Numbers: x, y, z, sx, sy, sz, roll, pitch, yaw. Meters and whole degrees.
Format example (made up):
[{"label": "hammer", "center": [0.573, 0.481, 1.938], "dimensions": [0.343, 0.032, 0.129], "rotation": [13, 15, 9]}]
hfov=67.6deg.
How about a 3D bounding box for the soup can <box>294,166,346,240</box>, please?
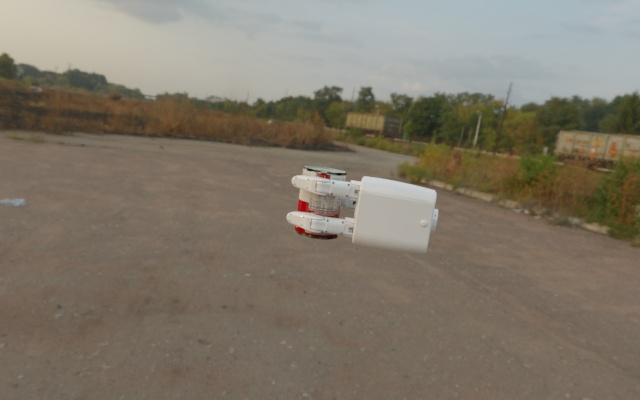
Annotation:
[{"label": "soup can", "center": [0.000, 0.002, 0.730], "dimensions": [0.068, 0.102, 0.068], "rotation": [8, 9, -1]}]
